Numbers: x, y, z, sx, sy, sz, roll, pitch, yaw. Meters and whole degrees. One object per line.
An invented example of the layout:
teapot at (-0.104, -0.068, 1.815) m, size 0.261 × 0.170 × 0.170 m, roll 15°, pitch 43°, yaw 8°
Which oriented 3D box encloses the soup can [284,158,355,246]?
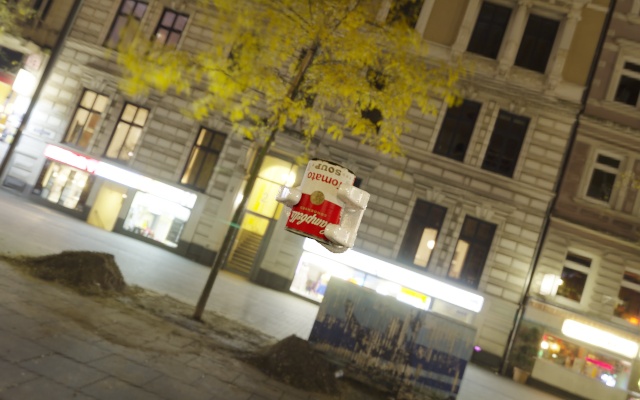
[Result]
soup can at (0.000, 0.002, 0.641) m, size 0.068 × 0.102 × 0.068 m, roll 19°, pitch -7°, yaw 2°
